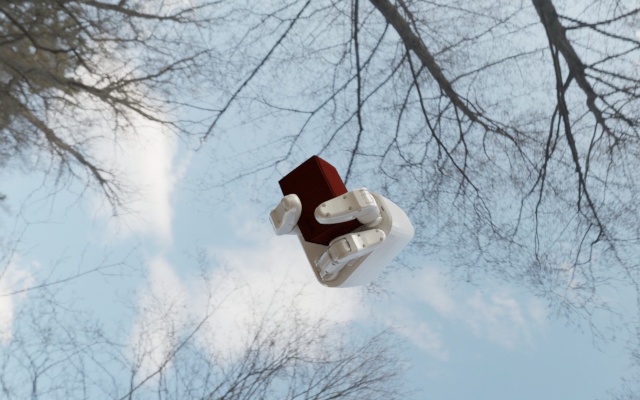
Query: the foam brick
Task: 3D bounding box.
[{"bbox_3d":[0.000,0.001,0.510,0.053,0.078,0.051,-33,-22,18],"label":"foam brick"}]
